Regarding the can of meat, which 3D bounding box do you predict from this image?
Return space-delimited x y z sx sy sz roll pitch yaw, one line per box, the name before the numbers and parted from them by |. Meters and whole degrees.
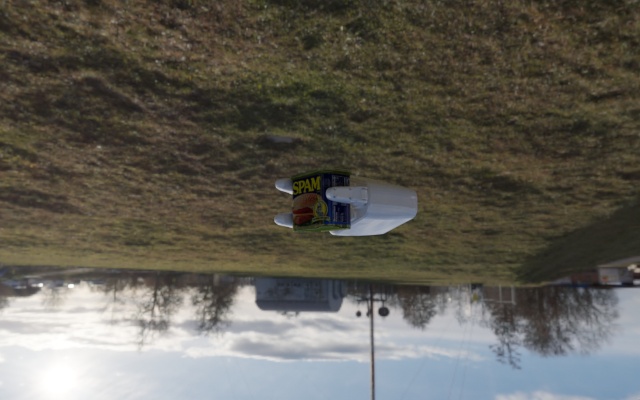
can of meat | 0.000 0.003 0.701 0.057 0.084 0.102 5 -9 -37
